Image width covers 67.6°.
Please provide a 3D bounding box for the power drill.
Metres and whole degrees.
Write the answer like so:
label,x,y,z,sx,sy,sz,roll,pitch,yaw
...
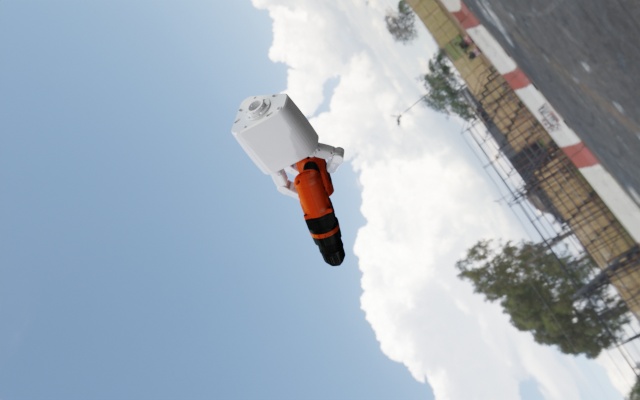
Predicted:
label,x,y,z,sx,sy,sz,roll,pitch,yaw
power drill,0.000,0.002,0.857,0.057,0.184,0.187,-16,27,3
